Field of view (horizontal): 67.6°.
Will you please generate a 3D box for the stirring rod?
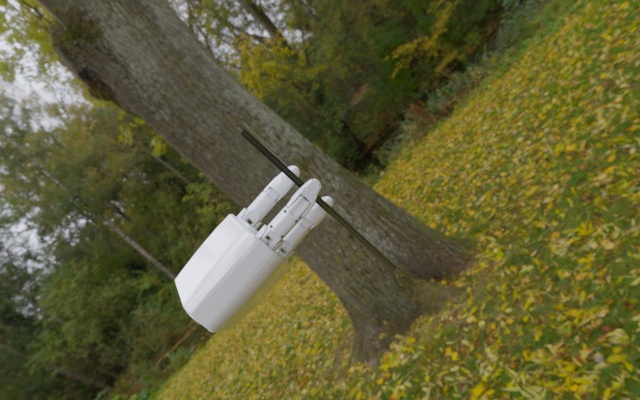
[{"bbox_3d":[0.000,0.002,0.557,0.239,0.011,0.011,42,-7,-7],"label":"stirring rod"}]
